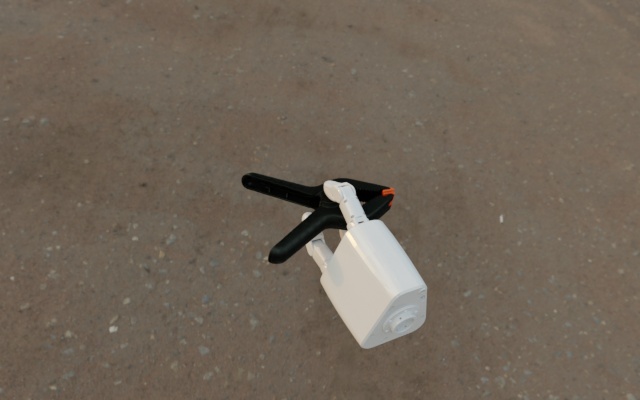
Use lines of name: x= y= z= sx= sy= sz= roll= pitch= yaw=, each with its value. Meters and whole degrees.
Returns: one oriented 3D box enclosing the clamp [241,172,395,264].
clamp: x=0.001 y=0.002 z=0.653 sx=0.210 sy=0.036 sz=0.164 roll=-12 pitch=45 yaw=-24
